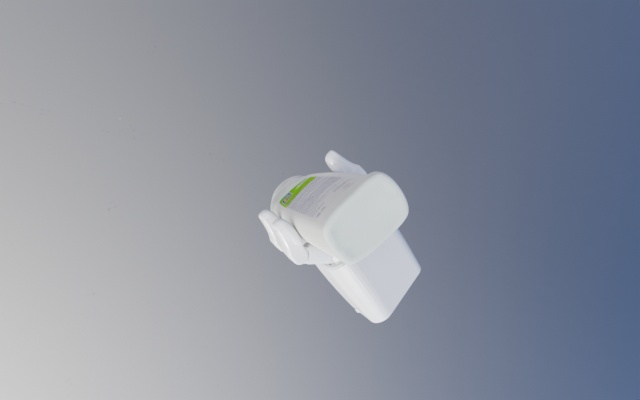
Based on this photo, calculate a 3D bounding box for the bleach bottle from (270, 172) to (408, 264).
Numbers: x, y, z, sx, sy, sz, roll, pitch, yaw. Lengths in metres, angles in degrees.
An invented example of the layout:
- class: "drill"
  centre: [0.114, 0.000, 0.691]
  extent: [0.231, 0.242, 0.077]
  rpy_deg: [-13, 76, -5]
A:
- class: "bleach bottle"
  centre: [0.000, 0.002, 0.600]
  extent: [0.102, 0.068, 0.251]
  rpy_deg: [-42, 21, -11]
